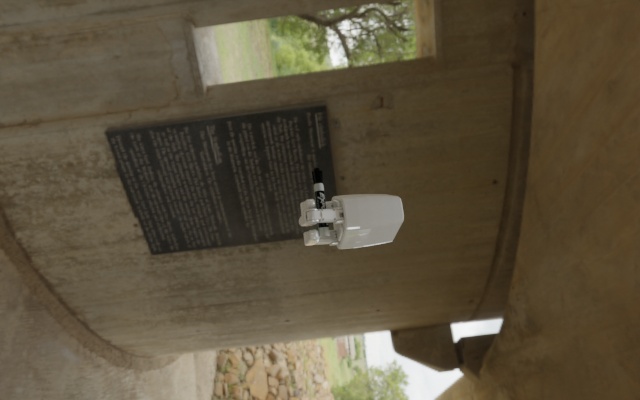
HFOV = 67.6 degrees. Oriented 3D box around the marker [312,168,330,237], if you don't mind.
[{"bbox_3d":[0.000,0.003,0.828,0.020,0.121,0.020,-6,-11,-1],"label":"marker"}]
